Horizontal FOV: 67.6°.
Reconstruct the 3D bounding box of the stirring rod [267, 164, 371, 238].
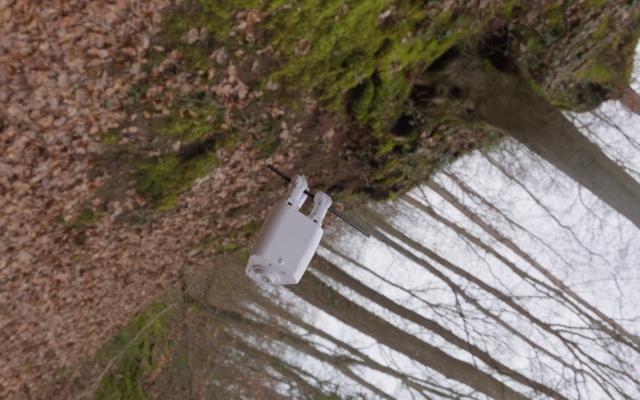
[{"bbox_3d":[0.000,0.003,0.895,0.239,0.011,0.011,35,-11,-16],"label":"stirring rod"}]
